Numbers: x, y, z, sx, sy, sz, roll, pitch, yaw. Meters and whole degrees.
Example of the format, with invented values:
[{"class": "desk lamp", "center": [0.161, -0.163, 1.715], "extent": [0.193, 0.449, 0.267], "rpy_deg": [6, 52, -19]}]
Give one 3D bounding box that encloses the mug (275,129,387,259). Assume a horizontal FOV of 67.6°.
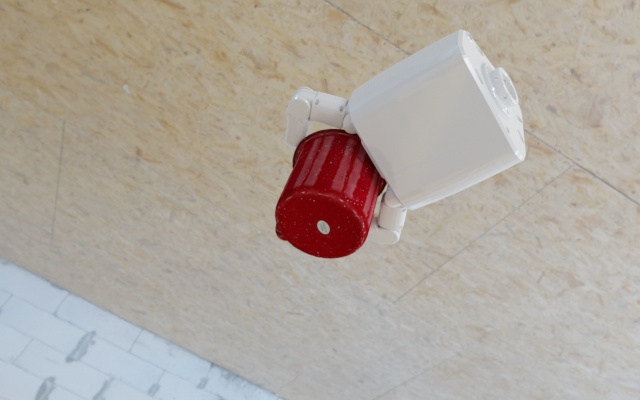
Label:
[{"class": "mug", "center": [-0.001, 0.002, 0.433], "extent": [0.117, 0.093, 0.081], "rpy_deg": [-28, 27, 35]}]
